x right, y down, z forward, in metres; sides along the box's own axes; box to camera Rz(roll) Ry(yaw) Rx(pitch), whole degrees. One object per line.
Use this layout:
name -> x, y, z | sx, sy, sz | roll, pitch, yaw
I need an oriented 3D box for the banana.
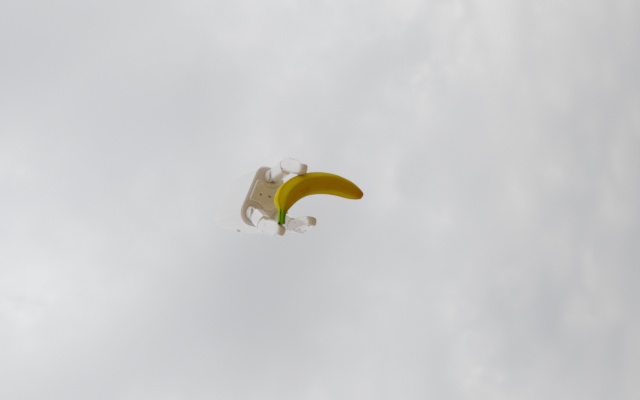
banana -> -0.007, -0.015, 0.793 | 0.198, 0.069, 0.037 | -17, 2, -40
